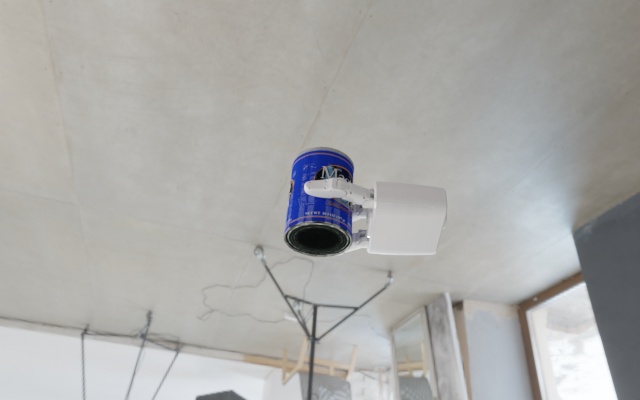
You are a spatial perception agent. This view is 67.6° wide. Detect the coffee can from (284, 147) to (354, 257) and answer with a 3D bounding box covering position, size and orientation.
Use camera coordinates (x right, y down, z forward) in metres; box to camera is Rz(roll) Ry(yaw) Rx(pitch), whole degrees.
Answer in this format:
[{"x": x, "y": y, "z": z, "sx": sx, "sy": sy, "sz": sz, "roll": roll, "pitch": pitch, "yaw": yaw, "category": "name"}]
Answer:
[{"x": 0.000, "y": 0.002, "z": 0.744, "sx": 0.103, "sy": 0.140, "sz": 0.103, "roll": 3, "pitch": -34, "yaw": 2, "category": "coffee can"}]
